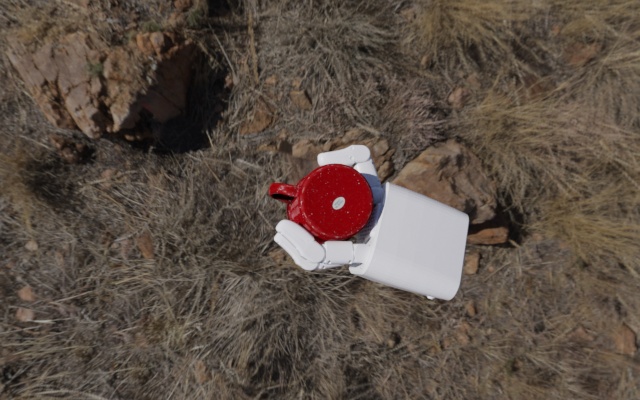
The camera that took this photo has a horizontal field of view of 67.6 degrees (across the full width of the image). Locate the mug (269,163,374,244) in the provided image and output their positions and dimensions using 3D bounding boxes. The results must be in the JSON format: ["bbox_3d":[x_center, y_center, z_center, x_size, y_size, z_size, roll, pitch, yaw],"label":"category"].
[{"bbox_3d":[-0.001,0.001,0.532,0.117,0.093,0.081,19,-11,-6],"label":"mug"}]
